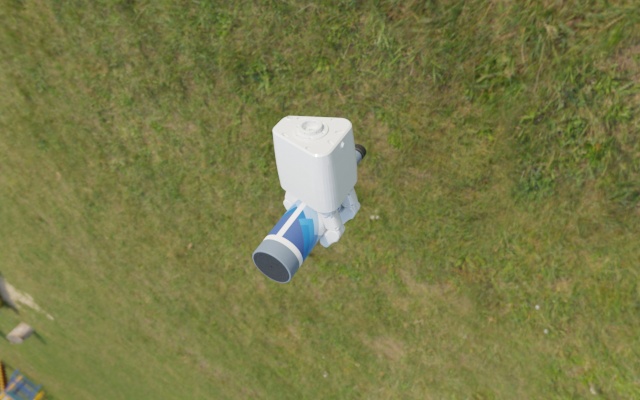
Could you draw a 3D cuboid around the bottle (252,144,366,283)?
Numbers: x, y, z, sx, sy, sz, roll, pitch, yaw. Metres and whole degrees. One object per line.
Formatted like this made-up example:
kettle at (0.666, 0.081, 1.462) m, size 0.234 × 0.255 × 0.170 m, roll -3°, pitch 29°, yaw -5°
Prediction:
bottle at (0.000, 0.003, 0.776) m, size 0.069 × 0.069 × 0.295 m, roll 0°, pitch 40°, yaw 39°
